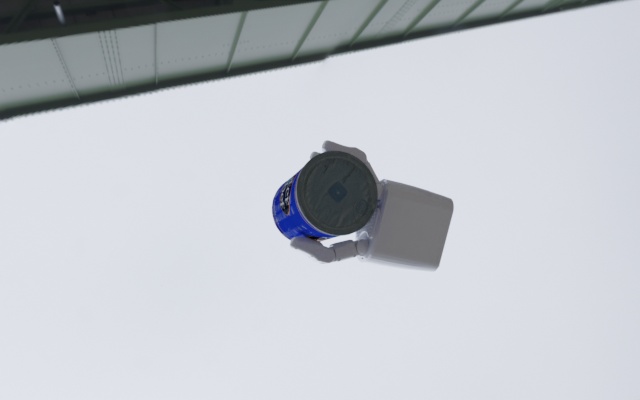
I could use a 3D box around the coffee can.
[{"bbox_3d":[0.000,0.002,0.630,0.103,0.103,0.140,0,-10,-18],"label":"coffee can"}]
